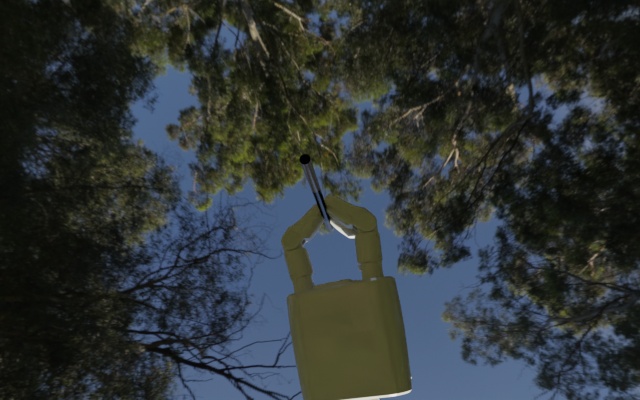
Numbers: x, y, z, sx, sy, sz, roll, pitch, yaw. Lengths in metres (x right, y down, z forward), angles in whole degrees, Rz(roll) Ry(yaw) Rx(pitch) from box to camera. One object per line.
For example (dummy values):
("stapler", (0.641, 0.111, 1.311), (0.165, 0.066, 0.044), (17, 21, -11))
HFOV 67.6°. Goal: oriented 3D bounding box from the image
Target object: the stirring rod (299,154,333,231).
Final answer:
("stirring rod", (0.000, 0.002, 0.455), (0.011, 0.011, 0.239), (0, -15, 5))
